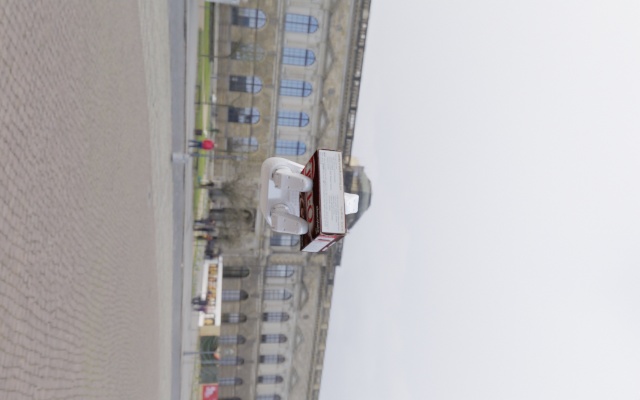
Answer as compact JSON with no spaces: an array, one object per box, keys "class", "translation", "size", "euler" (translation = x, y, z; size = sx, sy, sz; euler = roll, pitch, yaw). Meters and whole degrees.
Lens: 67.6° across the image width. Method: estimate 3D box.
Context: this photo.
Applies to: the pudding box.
[{"class":"pudding box","translation":[0.000,0.002,0.611],"size":[0.039,0.113,0.090],"euler":[1,-19,-17]}]
